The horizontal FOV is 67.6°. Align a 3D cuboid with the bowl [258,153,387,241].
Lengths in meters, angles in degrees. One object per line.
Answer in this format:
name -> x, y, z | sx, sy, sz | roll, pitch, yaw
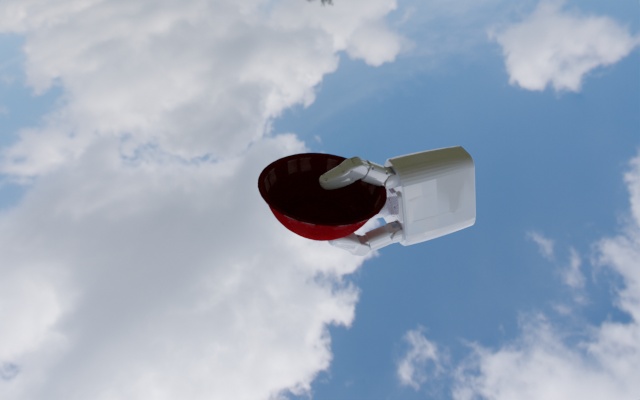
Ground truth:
bowl -> -0.001, 0.002, 0.609 | 0.162, 0.055, 0.162 | 5, 35, -4
